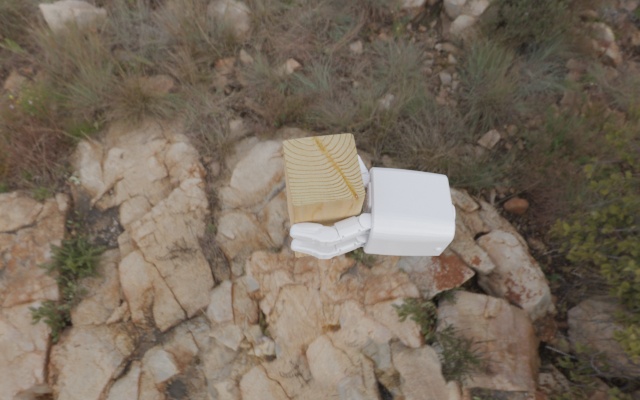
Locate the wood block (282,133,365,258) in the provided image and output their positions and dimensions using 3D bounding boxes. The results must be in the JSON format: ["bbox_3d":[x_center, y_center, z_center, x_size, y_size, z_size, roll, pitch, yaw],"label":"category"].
[{"bbox_3d":[0.000,0.002,0.664,0.090,0.090,0.206,-7,-23,-5],"label":"wood block"}]
